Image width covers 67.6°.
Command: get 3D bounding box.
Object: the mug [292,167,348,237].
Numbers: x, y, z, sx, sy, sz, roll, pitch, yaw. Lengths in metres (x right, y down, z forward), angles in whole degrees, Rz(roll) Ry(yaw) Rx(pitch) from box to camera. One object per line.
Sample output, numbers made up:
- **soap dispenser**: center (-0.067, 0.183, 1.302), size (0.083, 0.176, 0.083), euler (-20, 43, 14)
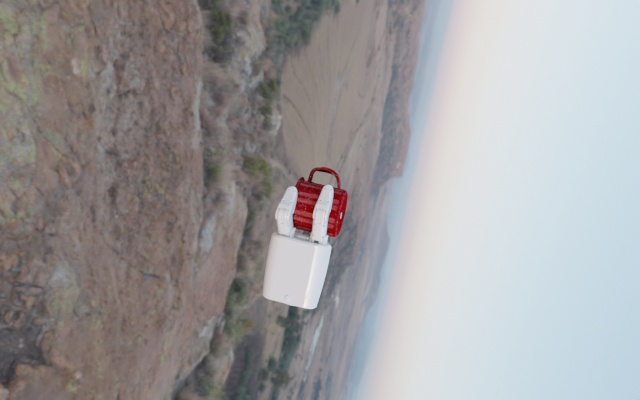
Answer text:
- **mug**: center (0.001, 0.001, 0.797), size (0.081, 0.117, 0.093), euler (13, 4, 9)
